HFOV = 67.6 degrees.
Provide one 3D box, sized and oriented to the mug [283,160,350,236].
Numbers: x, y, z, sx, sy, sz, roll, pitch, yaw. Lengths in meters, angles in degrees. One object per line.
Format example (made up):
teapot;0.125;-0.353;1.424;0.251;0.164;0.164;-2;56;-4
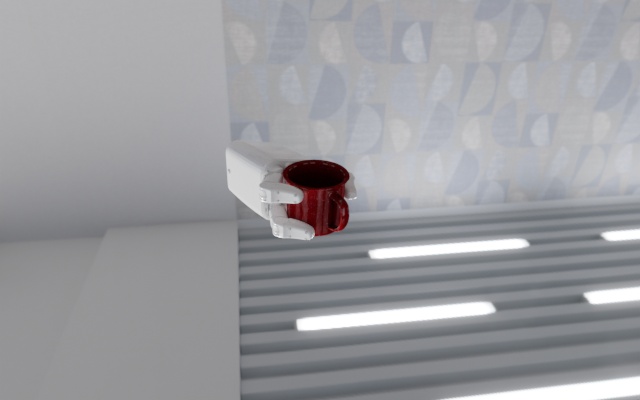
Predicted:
mug;0.001;0.003;0.673;0.093;0.081;0.117;-20;37;-34
